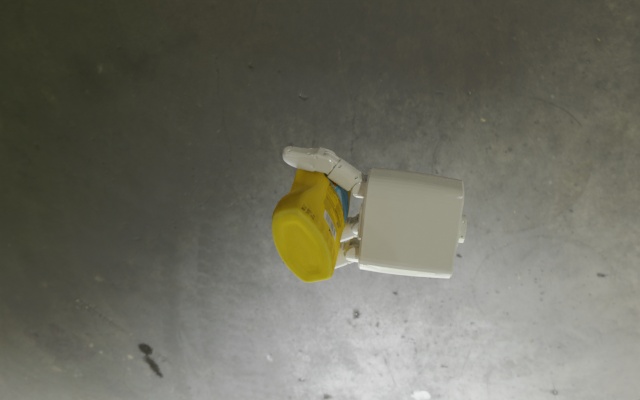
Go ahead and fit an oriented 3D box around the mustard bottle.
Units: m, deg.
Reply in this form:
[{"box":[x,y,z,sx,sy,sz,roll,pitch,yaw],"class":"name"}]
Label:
[{"box":[0.000,0.002,0.568,0.058,0.096,0.191,-15,26,22],"class":"mustard bottle"}]
